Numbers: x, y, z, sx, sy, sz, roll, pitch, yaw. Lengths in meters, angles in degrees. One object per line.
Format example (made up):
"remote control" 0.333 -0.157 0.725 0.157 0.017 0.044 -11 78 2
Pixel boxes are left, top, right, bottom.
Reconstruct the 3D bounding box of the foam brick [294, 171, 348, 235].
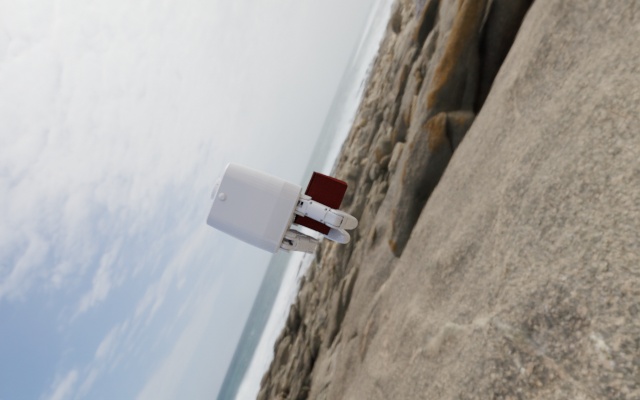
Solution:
"foam brick" 0.000 0.002 0.679 0.051 0.078 0.053 22 5 -3
